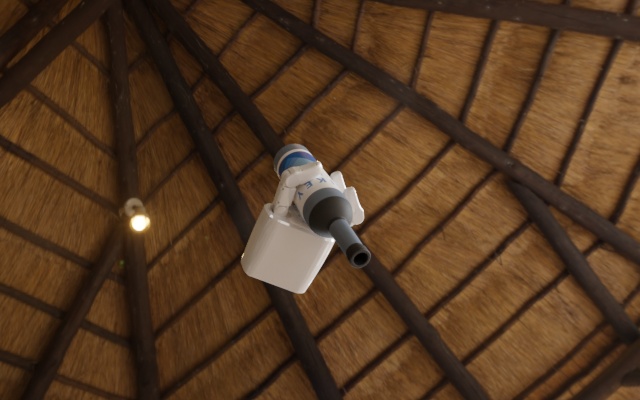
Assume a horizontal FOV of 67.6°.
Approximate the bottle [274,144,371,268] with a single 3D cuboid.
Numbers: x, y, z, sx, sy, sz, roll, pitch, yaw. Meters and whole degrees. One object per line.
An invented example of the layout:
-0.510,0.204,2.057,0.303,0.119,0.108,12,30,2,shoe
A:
0.000,0.002,0.697,0.069,0.069,0.295,0,28,-22,bottle
